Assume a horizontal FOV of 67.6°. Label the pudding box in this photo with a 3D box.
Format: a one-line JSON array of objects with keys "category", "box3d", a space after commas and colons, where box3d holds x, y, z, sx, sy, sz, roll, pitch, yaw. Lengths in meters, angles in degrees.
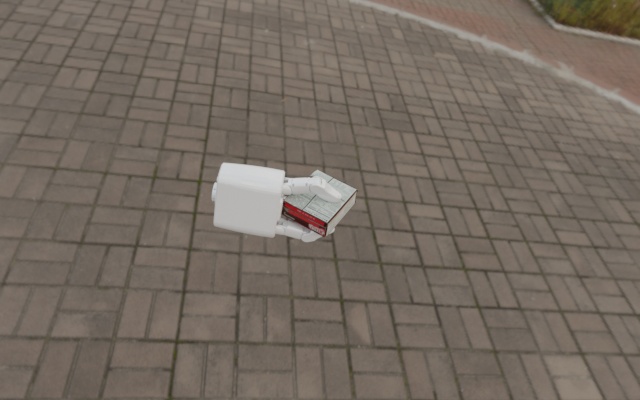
[{"category": "pudding box", "box3d": [0.000, 0.003, 0.823, 0.090, 0.039, 0.113, 28, 47, 17]}]
